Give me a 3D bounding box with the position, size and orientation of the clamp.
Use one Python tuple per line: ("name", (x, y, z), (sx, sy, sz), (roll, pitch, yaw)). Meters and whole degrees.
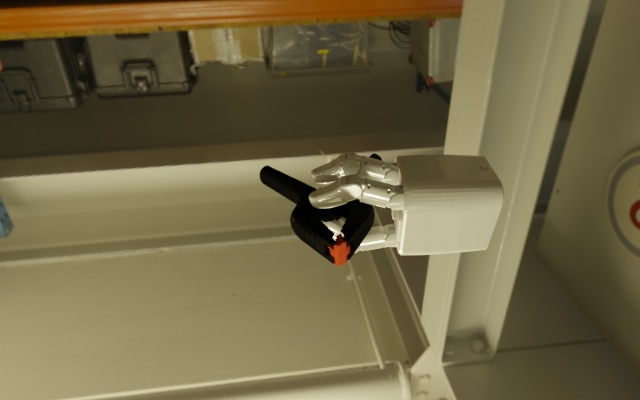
("clamp", (0.000, 0.003, 0.567), (0.164, 0.036, 0.209), (-4, 31, 3))
